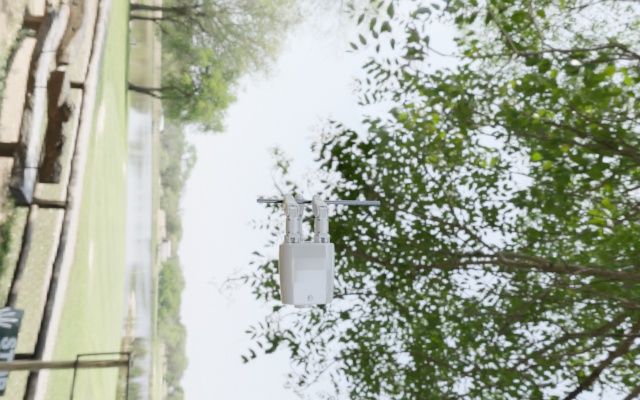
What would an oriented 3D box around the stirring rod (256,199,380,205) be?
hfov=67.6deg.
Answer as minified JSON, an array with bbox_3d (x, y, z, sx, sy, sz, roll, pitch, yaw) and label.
[{"bbox_3d":[0.000,0.003,0.895,0.239,0.011,0.011,1,0,-17],"label":"stirring rod"}]
